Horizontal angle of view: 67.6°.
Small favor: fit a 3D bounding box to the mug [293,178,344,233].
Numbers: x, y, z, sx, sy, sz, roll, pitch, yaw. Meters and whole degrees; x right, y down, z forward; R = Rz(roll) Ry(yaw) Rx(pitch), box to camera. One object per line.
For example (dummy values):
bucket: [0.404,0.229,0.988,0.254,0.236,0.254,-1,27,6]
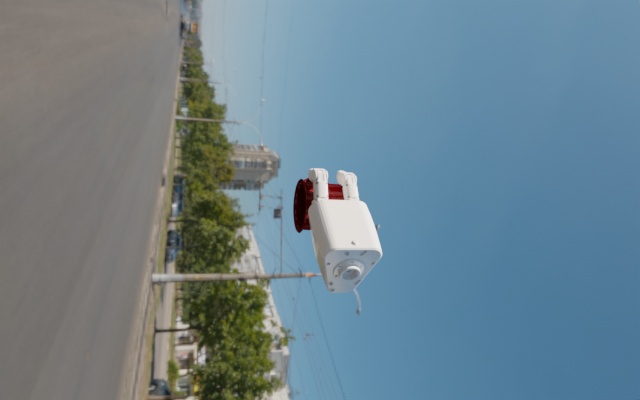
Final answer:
mug: [0.000,0.002,0.839,0.081,0.093,0.117,2,42,-16]
